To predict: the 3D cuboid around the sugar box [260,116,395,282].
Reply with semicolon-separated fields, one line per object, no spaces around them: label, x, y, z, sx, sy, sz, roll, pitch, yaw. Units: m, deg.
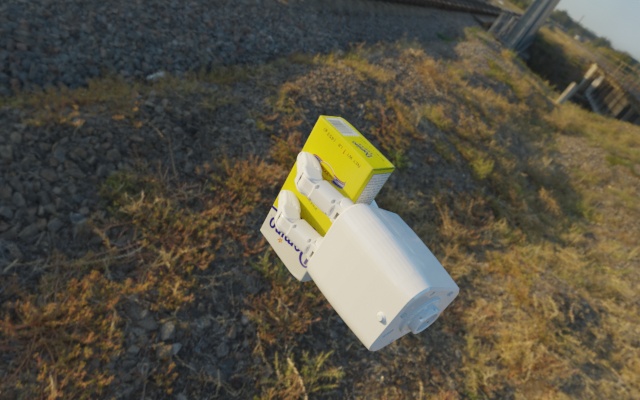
sugar box;0.000;0.002;0.543;0.048;0.176;0.093;-6;46;-47
